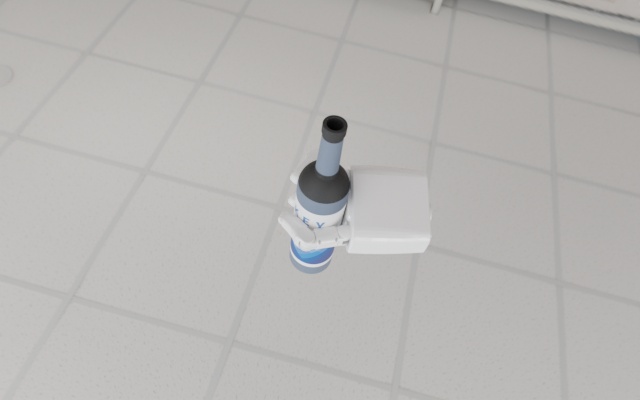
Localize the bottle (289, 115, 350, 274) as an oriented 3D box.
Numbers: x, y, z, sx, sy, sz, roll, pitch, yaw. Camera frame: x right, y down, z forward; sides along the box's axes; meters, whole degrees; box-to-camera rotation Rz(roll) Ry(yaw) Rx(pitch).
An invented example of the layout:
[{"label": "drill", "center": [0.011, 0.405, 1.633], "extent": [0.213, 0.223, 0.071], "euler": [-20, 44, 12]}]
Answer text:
[{"label": "bottle", "center": [0.000, 0.002, 0.627], "extent": [0.069, 0.069, 0.296], "euler": [0, -35, -7]}]
